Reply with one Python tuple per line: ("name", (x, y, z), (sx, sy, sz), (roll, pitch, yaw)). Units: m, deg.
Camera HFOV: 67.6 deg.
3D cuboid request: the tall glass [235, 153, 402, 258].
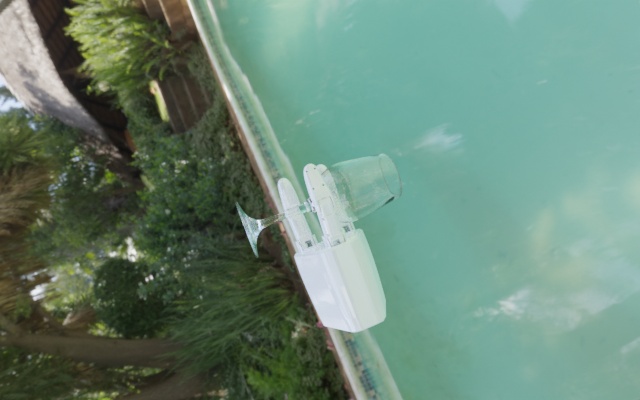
("tall glass", (-0.001, 0.002, 0.605), (0.201, 0.079, 0.079), (-21, 3, -9))
